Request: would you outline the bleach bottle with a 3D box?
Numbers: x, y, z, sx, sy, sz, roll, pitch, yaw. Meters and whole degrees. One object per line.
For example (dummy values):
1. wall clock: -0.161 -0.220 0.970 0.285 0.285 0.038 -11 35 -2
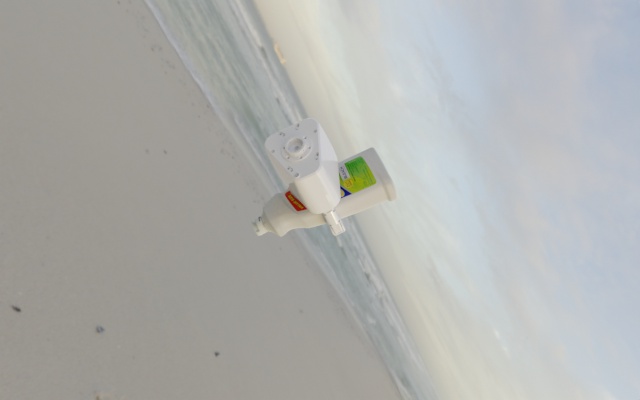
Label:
1. bleach bottle: 0.000 0.003 0.836 0.251 0.102 0.068 -25 -32 3
